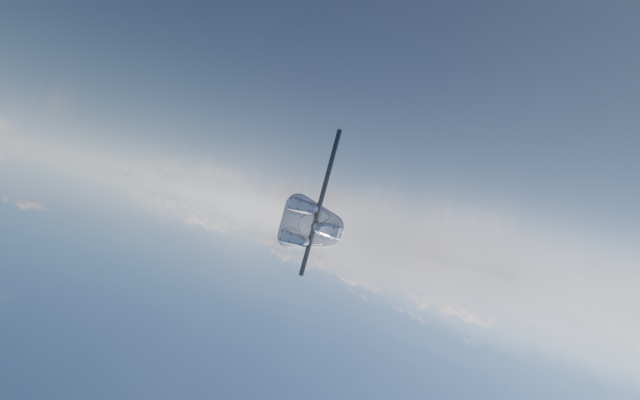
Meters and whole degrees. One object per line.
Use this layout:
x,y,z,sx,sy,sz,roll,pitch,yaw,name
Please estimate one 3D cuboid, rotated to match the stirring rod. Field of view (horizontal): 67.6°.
0.000,0.002,0.760,0.011,0.239,0.011,15,-3,1,stirring rod
